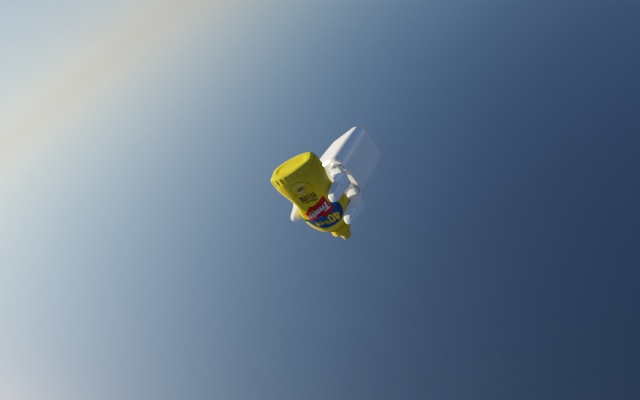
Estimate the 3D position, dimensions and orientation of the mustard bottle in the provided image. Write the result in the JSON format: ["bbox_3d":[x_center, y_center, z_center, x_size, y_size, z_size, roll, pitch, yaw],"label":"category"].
[{"bbox_3d":[0.000,0.003,0.893,0.096,0.192,0.058,-25,30,26],"label":"mustard bottle"}]
